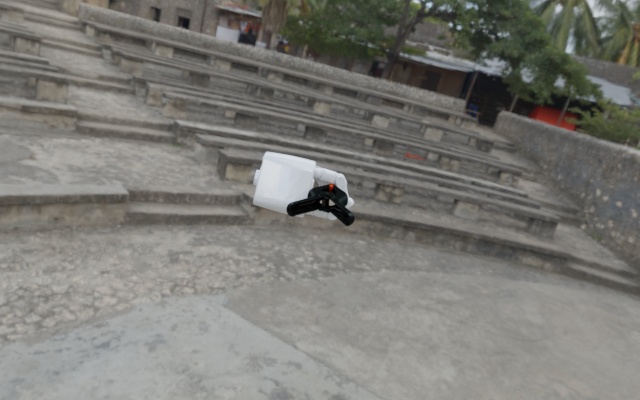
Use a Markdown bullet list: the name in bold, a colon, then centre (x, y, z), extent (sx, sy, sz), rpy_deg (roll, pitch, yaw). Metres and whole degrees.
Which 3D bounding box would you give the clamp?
- **clamp**: centre (0.000, 0.002, 0.900), extent (0.120, 0.039, 0.171), rpy_deg (12, 16, -4)
